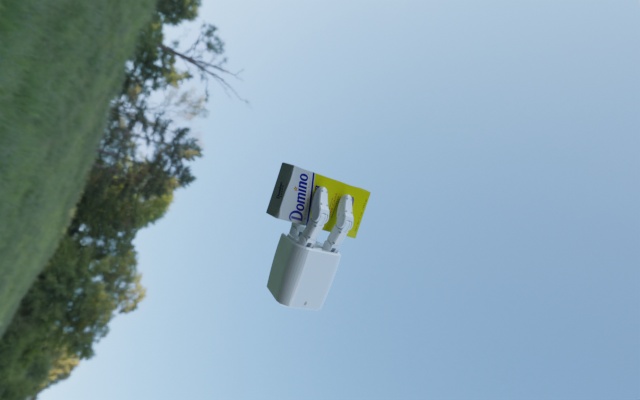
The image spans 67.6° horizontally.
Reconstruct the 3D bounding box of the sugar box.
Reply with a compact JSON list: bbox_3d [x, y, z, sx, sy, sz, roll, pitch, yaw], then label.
[{"bbox_3d":[0.000,0.003,0.830,0.176,0.093,0.048,16,3,-39],"label":"sugar box"}]
